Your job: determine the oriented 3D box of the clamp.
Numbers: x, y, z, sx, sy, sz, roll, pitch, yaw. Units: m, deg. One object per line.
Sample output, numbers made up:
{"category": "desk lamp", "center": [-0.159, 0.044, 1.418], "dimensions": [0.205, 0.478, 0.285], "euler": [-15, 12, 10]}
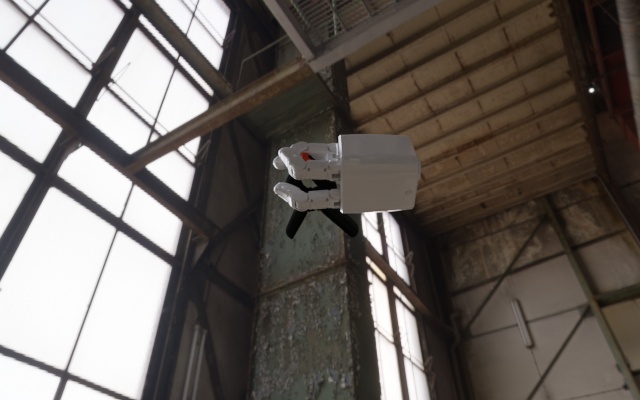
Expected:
{"category": "clamp", "center": [0.000, 0.002, 0.739], "dimensions": [0.120, 0.039, 0.172], "euler": [-1, -44, 2]}
